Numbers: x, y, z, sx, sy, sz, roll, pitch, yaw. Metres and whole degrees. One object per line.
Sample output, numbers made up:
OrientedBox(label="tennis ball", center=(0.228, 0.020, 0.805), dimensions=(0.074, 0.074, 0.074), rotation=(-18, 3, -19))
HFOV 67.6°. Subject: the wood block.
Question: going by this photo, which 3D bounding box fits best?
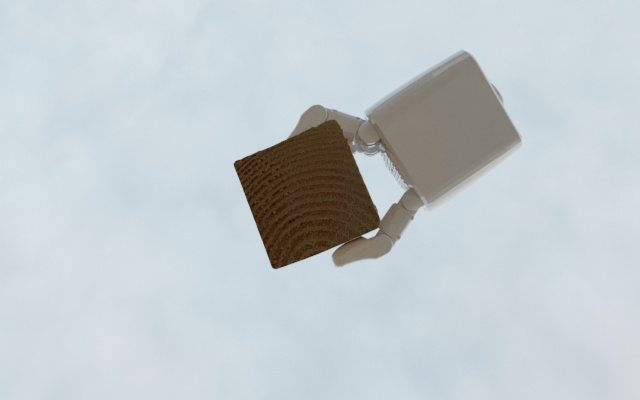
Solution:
OrientedBox(label="wood block", center=(0.001, 0.002, 0.457), dimensions=(0.090, 0.091, 0.206), rotation=(-23, -6, 5))
